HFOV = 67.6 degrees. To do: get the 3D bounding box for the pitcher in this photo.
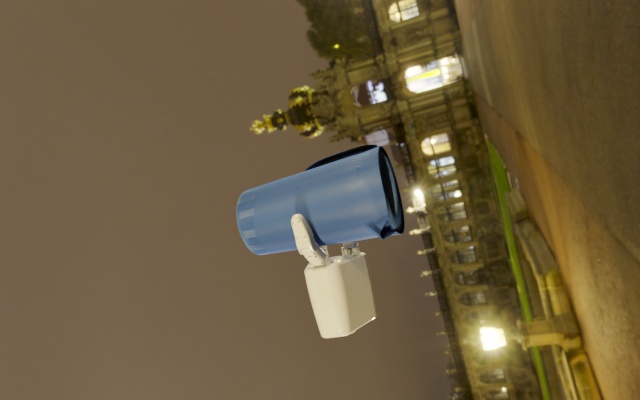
[{"bbox_3d":[0.000,0.003,0.739,0.243,0.145,0.149,-13,1,18],"label":"pitcher"}]
